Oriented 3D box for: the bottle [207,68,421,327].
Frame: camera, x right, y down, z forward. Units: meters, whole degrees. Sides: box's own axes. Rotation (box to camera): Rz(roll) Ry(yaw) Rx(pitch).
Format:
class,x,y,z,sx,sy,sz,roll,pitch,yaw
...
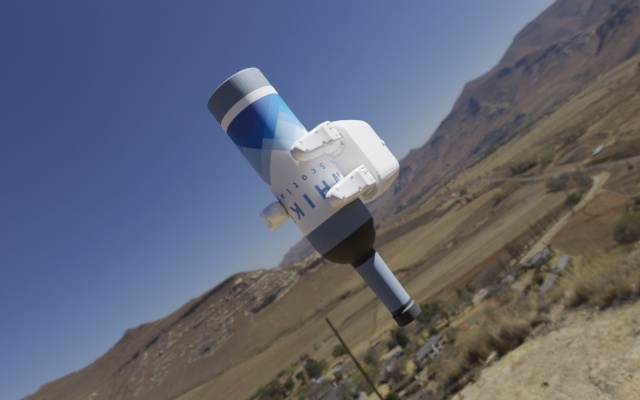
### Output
class,x,y,z,sx,sy,sz,roll,pitch,yaw
bottle,0.000,0.001,0.484,0.069,0.295,0.069,-38,-4,-3
